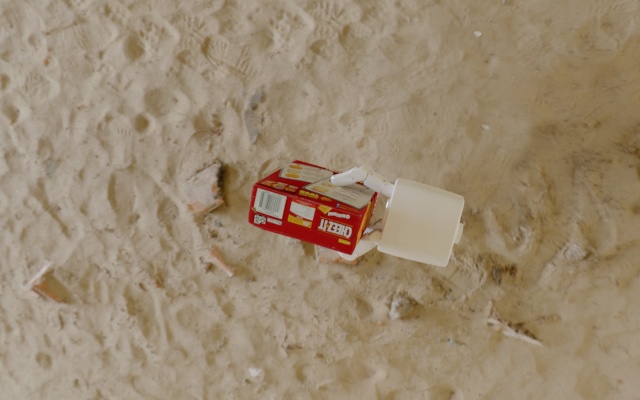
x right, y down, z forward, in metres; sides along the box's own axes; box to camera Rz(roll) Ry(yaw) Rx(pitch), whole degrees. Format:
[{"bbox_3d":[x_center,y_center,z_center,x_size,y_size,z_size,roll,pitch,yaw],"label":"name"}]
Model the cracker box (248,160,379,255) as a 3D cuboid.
[{"bbox_3d":[0.000,0.002,0.770,0.164,0.072,0.213,16,17,10],"label":"cracker box"}]
